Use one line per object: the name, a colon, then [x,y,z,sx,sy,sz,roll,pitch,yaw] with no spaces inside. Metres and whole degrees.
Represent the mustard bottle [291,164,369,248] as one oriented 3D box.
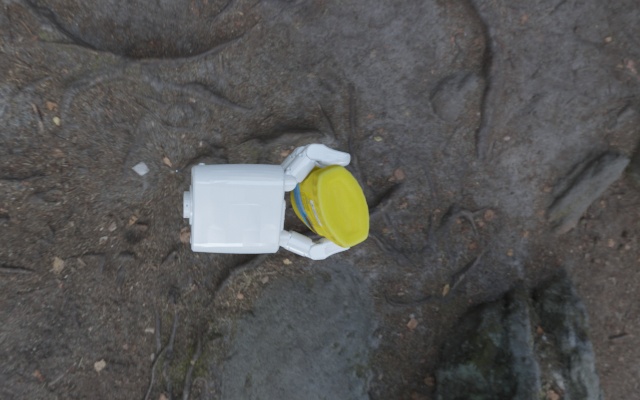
mustard bottle: [0.000,0.002,0.630,0.058,0.096,0.191,-24,10,-14]
